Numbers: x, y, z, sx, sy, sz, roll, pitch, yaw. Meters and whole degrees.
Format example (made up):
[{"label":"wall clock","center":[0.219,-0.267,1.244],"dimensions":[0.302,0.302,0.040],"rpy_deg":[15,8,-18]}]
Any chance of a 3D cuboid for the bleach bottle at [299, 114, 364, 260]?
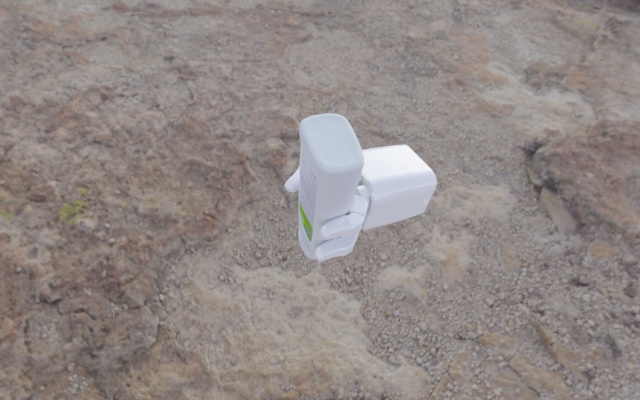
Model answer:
[{"label":"bleach bottle","center":[0.000,0.002,0.682],"dimensions":[0.068,0.102,0.251],"rpy_deg":[-10,-34,-16]}]
